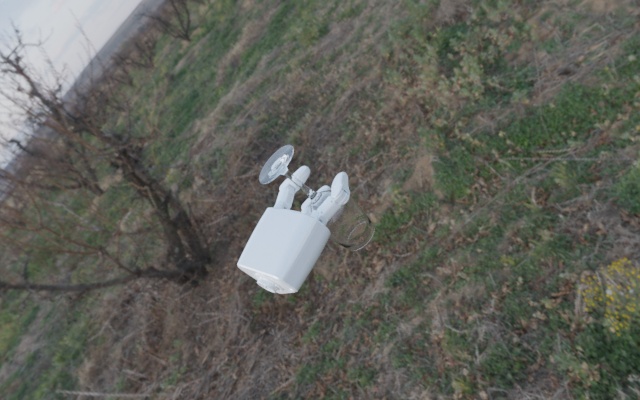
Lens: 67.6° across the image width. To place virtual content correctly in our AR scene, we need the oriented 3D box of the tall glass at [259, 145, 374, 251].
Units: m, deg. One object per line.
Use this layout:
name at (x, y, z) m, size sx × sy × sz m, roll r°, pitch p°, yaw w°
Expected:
tall glass at (0.000, 0.002, 0.764) m, size 0.201 × 0.079 × 0.079 m, roll 40°, pitch -21°, yaw -27°
